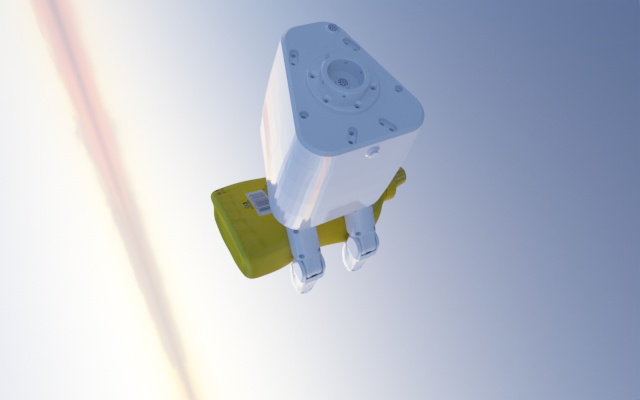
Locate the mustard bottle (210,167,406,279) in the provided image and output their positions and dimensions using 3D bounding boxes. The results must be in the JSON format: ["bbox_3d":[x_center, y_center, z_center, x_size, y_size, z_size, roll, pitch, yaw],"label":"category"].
[{"bbox_3d":[0.000,0.002,0.458,0.191,0.058,0.096,-19,45,-21],"label":"mustard bottle"}]
